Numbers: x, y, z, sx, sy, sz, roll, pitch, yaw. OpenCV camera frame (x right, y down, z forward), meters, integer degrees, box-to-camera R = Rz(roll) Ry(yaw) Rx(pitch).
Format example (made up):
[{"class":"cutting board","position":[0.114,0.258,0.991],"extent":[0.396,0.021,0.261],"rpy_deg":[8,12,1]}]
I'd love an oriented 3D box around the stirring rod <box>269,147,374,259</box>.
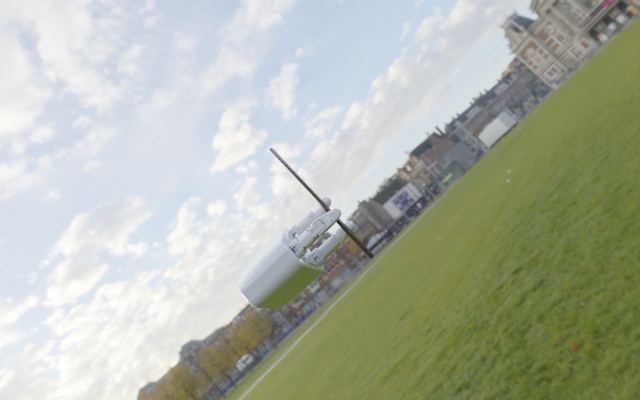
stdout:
[{"class":"stirring rod","position":[0.000,0.003,0.761],"extent":[0.011,0.239,0.011],"rpy_deg":[-42,-8,-8]}]
